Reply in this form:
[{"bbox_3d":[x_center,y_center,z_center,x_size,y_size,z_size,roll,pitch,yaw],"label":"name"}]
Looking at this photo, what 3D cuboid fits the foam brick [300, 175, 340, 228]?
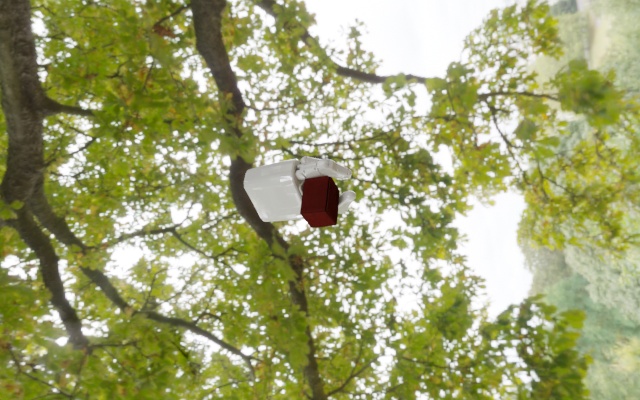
[{"bbox_3d":[0.000,0.003,0.855,0.051,0.078,0.053,-8,-36,21],"label":"foam brick"}]
